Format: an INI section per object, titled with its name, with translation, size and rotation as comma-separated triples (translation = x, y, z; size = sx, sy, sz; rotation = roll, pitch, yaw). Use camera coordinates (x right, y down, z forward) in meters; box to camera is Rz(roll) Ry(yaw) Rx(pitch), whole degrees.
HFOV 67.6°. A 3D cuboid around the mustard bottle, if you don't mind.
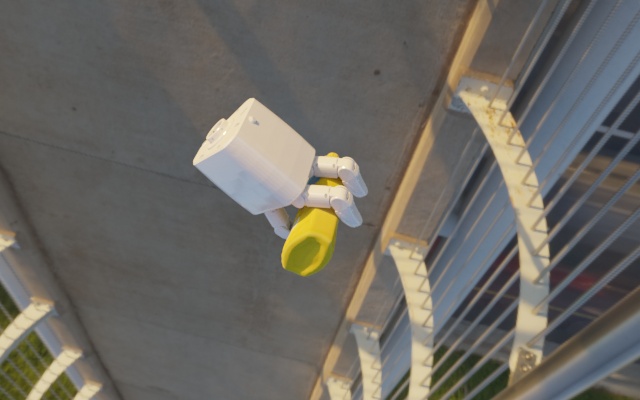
[mustard bottle]
translation = 0.000, 0.002, 0.647
size = 0.058, 0.191, 0.096
rotation = 22, -44, -8
